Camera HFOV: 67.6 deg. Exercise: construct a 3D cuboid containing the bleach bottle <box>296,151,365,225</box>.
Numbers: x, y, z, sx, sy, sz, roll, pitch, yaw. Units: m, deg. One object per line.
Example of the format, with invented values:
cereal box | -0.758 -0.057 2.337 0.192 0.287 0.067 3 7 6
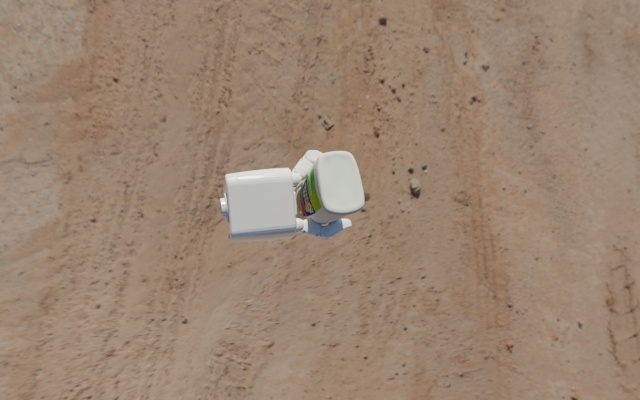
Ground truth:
bleach bottle | 0.000 0.003 0.819 0.068 0.102 0.251 -6 -13 -16
